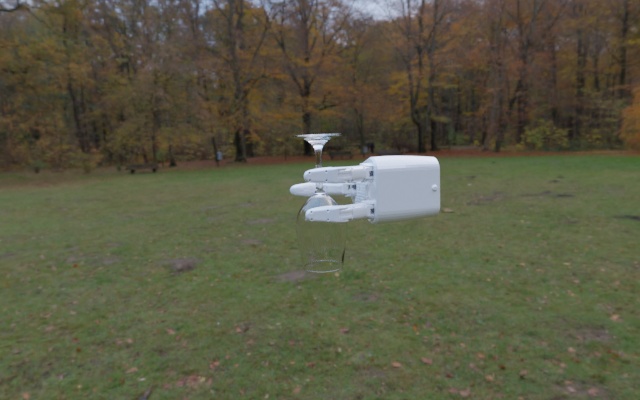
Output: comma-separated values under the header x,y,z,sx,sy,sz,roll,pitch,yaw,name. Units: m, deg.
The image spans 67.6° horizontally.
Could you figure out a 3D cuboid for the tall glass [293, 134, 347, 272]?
x,y,z,sx,sy,sz,roll,pitch,yaw,name
0.000,0.002,0.715,0.079,0.201,0.079,-2,7,0,tall glass
